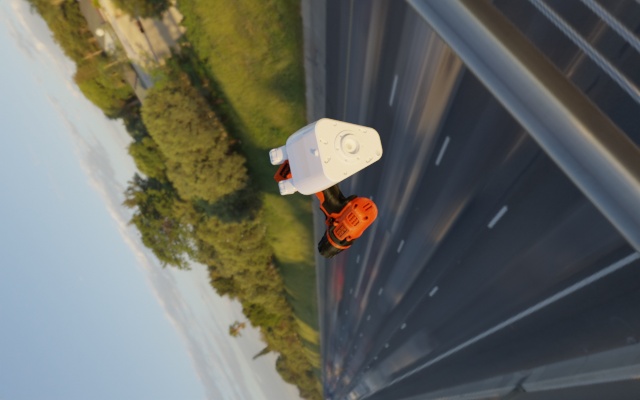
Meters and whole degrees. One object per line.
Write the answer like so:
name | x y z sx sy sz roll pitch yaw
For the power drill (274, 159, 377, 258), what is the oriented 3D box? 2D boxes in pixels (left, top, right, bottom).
power drill | 0.000 0.002 0.854 0.057 0.187 0.184 -34 -10 -38
